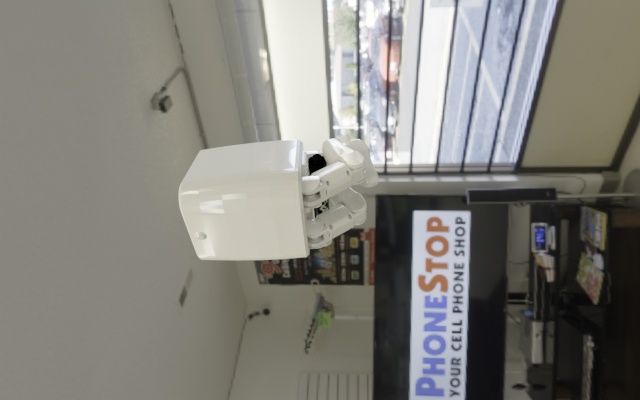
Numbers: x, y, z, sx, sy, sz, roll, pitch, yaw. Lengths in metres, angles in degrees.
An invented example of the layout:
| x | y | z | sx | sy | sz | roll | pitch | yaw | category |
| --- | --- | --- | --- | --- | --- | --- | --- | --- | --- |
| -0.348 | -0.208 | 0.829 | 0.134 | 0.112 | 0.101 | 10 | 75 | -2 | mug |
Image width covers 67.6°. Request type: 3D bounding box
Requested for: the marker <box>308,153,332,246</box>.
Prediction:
| x | y | z | sx | sy | sz | roll | pitch | yaw | category |
| --- | --- | --- | --- | --- | --- | --- | --- | --- | --- |
| 0.000 | 0.002 | 0.497 | 0.020 | 0.121 | 0.020 | -3 | 44 | 2 | marker |
